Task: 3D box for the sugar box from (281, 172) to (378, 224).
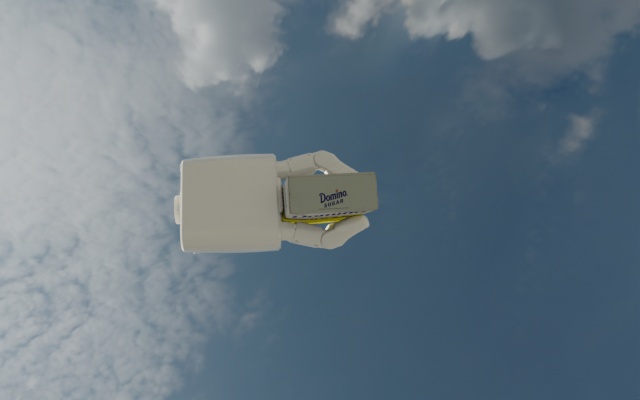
[{"bbox_3d":[0.000,0.002,0.560,0.093,0.048,0.176,-3,-3,-8],"label":"sugar box"}]
